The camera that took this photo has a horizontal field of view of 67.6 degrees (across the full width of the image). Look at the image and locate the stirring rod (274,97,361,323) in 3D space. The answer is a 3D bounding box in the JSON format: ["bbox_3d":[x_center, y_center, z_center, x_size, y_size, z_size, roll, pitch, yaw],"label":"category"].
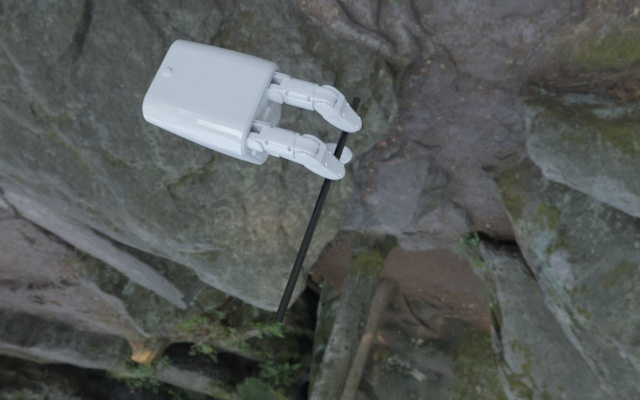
[{"bbox_3d":[0.000,0.001,0.467,0.011,0.239,0.011,18,-17,6],"label":"stirring rod"}]
